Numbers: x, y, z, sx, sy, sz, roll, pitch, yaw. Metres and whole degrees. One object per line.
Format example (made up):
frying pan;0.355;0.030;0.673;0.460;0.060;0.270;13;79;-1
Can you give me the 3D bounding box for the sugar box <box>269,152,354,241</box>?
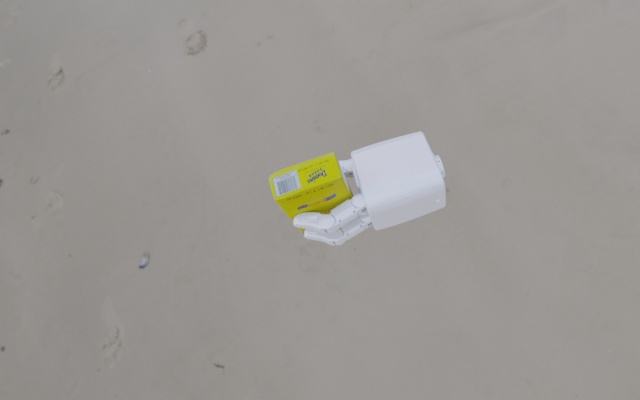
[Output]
sugar box;0.000;0.003;0.678;0.093;0.048;0.176;-19;-28;7
